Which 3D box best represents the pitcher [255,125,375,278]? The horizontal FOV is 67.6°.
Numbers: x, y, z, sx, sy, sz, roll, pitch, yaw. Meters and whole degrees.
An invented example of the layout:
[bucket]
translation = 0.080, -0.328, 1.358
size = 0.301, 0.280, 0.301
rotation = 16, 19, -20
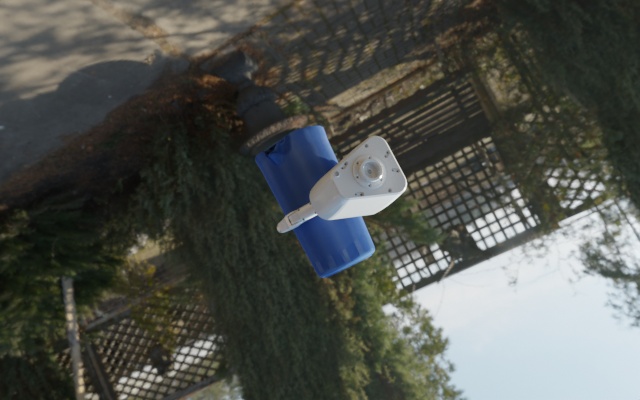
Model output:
[pitcher]
translation = 0.000, 0.003, 0.833
size = 0.149, 0.243, 0.145
rotation = -23, -8, -22
